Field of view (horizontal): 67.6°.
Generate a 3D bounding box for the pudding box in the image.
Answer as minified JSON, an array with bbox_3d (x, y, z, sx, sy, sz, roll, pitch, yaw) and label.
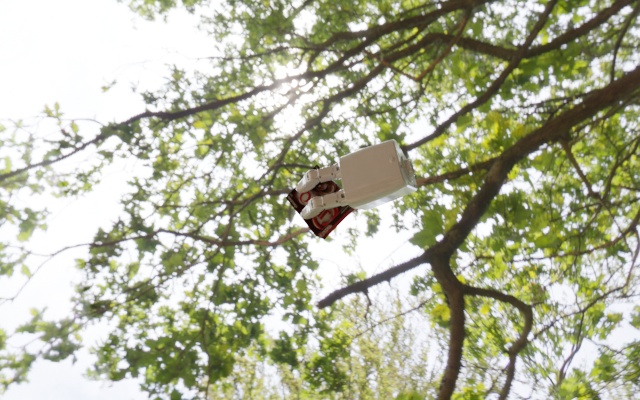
[{"bbox_3d":[0.000,0.003,0.889,0.113,0.090,0.039,50,9,35],"label":"pudding box"}]
